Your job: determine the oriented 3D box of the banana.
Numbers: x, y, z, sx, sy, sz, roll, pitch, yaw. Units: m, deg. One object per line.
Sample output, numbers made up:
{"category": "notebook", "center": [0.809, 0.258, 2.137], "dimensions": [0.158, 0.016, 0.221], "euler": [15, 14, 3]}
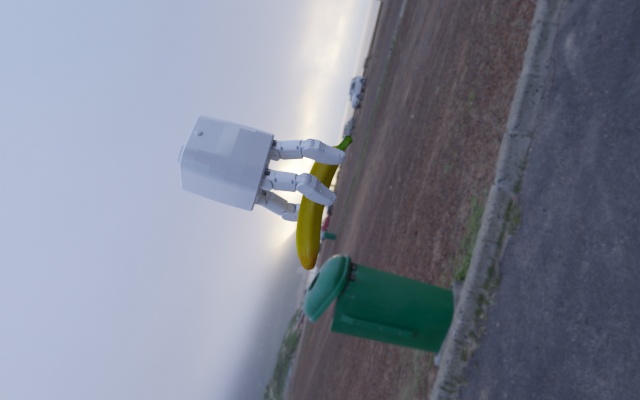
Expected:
{"category": "banana", "center": [-0.005, 0.002, 0.673], "dimensions": [0.037, 0.197, 0.069], "euler": [20, -16, -16]}
